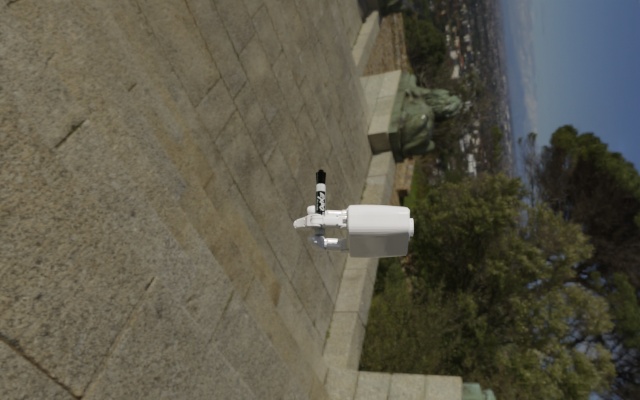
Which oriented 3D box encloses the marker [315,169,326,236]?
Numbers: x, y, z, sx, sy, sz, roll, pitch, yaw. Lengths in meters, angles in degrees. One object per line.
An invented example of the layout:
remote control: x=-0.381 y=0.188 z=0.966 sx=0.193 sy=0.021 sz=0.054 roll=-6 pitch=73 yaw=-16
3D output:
marker: x=0.000 y=0.003 z=0.855 sx=0.020 sy=0.121 sz=0.020 roll=1 pitch=-16 yaw=0
